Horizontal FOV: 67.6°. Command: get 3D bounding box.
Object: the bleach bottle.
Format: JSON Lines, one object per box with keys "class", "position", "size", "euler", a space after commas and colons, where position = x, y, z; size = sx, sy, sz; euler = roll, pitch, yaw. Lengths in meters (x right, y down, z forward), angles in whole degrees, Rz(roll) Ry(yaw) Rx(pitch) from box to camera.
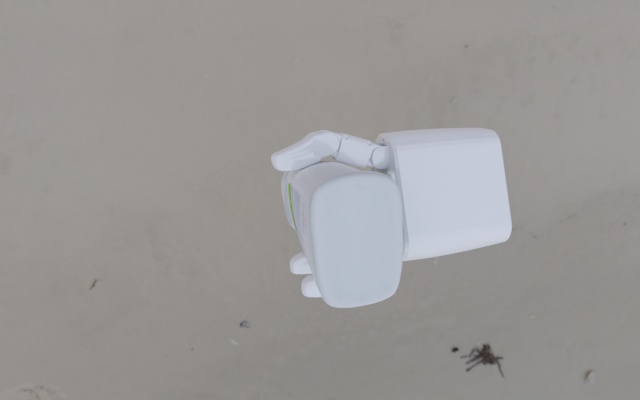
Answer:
{"class": "bleach bottle", "position": [0.000, 0.002, 0.448], "size": [0.068, 0.102, 0.250], "euler": [-7, 16, -11]}
